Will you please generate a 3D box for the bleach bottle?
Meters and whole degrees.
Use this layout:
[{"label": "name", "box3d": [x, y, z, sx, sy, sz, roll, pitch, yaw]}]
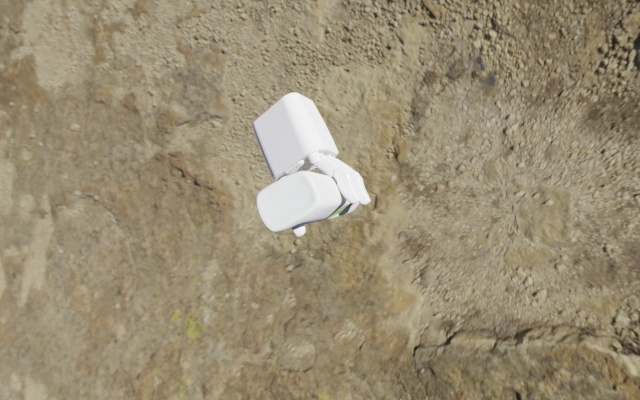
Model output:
[{"label": "bleach bottle", "box3d": [0.000, 0.003, 0.784, 0.102, 0.068, 0.251, -27, -11, 19]}]
